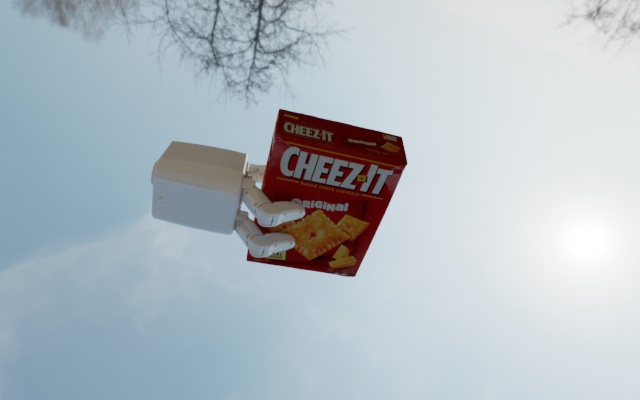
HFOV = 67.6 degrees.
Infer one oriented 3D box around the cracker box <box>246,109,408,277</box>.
[{"bbox_3d":[0.000,0.002,0.638,0.164,0.214,0.072,11,39,-10],"label":"cracker box"}]
